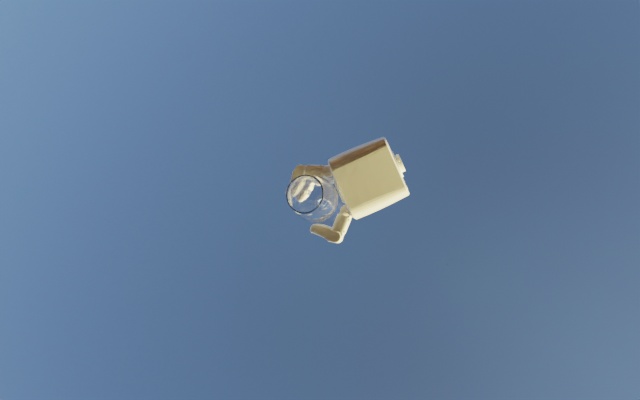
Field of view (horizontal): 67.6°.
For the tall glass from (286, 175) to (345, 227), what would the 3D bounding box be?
[{"bbox_3d":[0.000,0.003,0.841,0.079,0.079,0.201,0,-7,15],"label":"tall glass"}]
